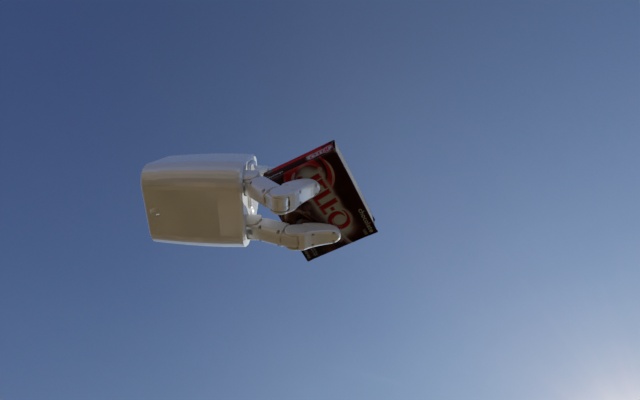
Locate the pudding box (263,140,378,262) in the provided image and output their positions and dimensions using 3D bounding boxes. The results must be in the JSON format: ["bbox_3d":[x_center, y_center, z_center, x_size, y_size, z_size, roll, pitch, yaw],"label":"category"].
[{"bbox_3d":[0.000,0.002,0.531,0.090,0.113,0.039,-24,26,13],"label":"pudding box"}]
